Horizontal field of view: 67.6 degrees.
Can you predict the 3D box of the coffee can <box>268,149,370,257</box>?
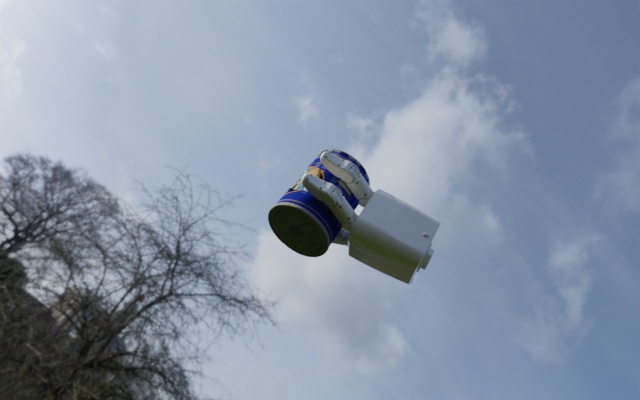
[{"bbox_3d":[0.000,0.002,0.735,0.103,0.103,0.140,0,39,39],"label":"coffee can"}]
